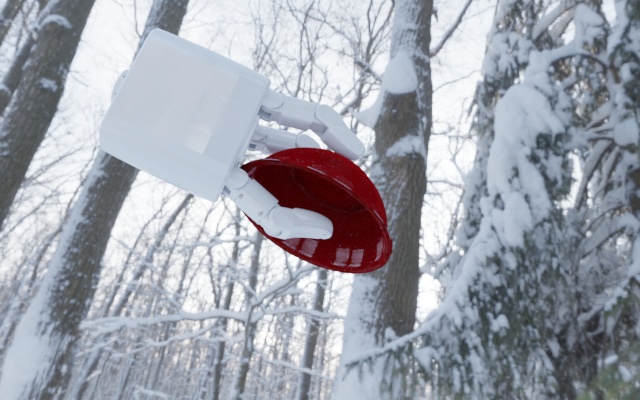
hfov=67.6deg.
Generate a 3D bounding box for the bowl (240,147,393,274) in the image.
[{"bbox_3d":[0.001,0.002,0.455,0.162,0.055,0.162,21,-33,14],"label":"bowl"}]
